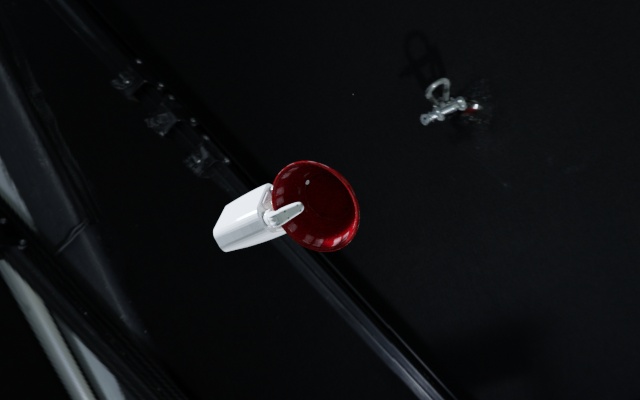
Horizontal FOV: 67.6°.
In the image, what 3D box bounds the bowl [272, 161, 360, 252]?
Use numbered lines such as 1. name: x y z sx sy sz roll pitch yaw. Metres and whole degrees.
1. bowl: 0.001 0.002 0.800 0.162 0.162 0.055 0 23 29
